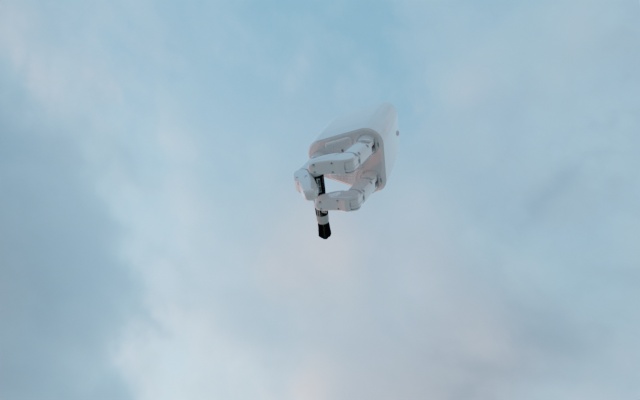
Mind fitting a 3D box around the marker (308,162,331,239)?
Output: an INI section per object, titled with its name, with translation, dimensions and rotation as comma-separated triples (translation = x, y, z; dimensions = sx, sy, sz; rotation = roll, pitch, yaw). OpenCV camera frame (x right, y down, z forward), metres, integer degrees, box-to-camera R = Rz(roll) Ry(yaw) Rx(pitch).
[marker]
translation = 0.000, 0.002, 0.645
dimensions = 0.020, 0.121, 0.020
rotation = -6, 32, 4
